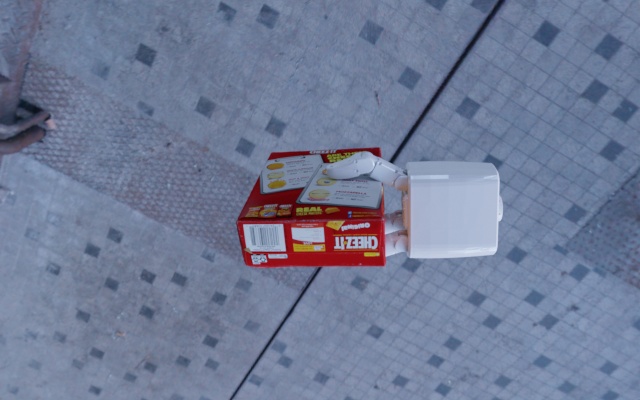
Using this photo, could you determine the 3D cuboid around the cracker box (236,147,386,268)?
[{"bbox_3d":[0.000,0.002,0.616,0.164,0.072,0.213,-2,26,7],"label":"cracker box"}]
